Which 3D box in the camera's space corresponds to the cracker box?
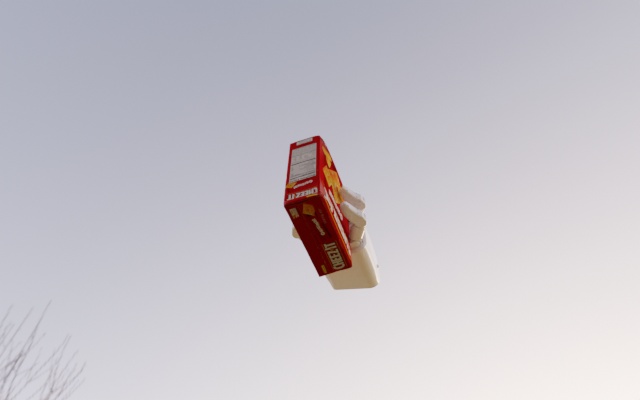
[{"bbox_3d":[0.000,0.003,0.866,0.072,0.164,0.213,-18,32,11],"label":"cracker box"}]
